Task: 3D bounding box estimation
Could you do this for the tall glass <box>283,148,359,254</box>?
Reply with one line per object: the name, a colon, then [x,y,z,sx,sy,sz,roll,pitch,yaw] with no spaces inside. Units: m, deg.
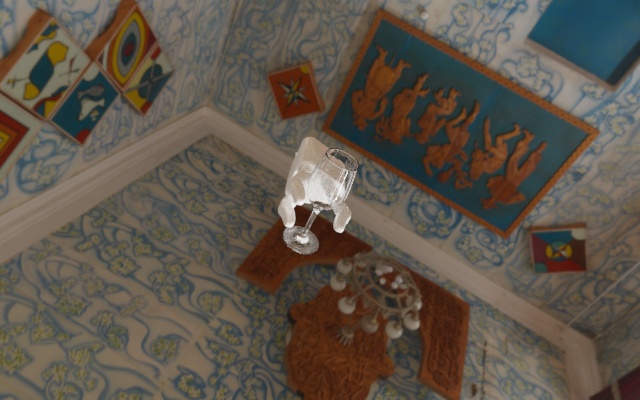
tall glass: [0.000,0.003,0.864,0.079,0.201,0.079,18,36,-14]
